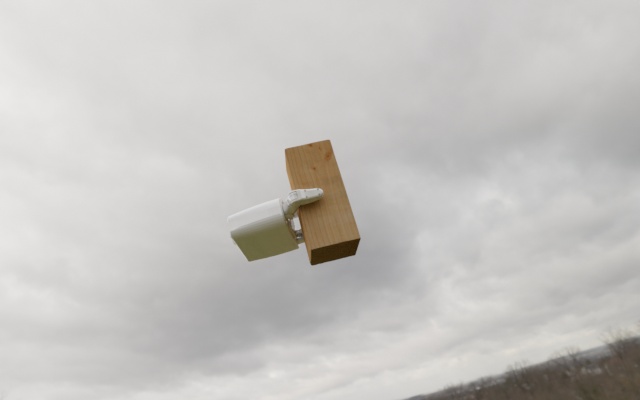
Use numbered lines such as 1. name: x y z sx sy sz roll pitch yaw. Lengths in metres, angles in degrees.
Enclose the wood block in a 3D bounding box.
1. wood block: 0.000 0.003 0.888 0.090 0.206 0.091 -13 -24 -8
